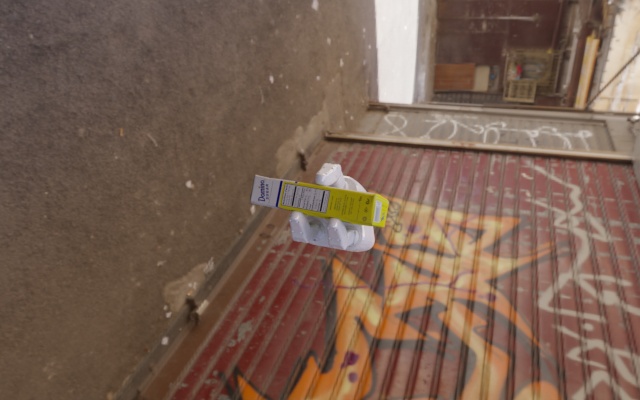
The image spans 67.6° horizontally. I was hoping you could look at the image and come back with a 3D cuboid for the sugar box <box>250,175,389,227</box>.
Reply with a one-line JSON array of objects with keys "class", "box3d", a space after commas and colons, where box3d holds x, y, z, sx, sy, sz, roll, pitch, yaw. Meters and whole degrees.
[{"class": "sugar box", "box3d": [0.000, 0.003, 0.673, 0.176, 0.048, 0.093, 7, -4, 19]}]
